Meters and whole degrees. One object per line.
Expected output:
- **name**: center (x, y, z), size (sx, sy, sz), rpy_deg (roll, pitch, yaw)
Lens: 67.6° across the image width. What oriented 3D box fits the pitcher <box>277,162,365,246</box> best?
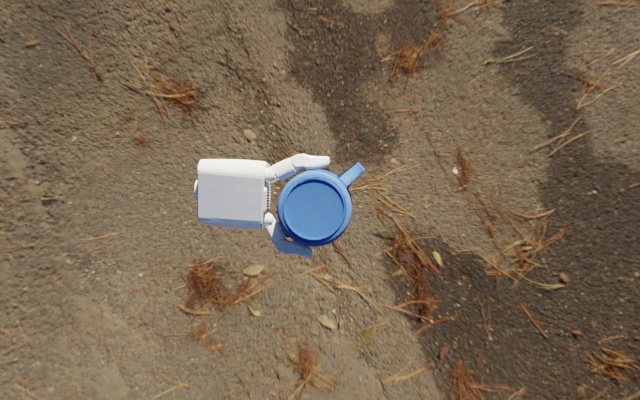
- **pitcher**: center (0.000, 0.003, 0.792), size (0.145, 0.149, 0.243), rpy_deg (5, 1, 0)
